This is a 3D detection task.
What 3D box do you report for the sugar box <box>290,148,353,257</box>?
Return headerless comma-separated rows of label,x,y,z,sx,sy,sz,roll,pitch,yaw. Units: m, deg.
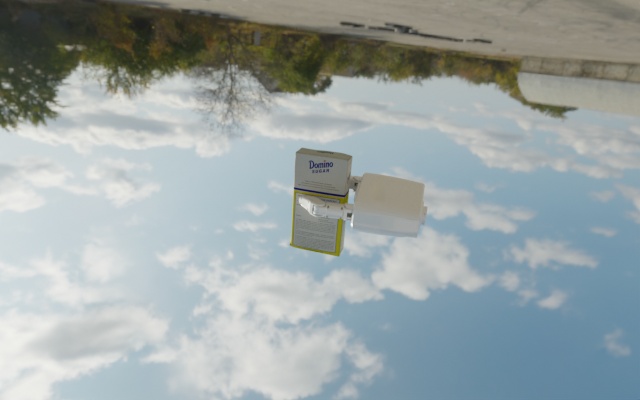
sugar box,0.000,0.003,0.823,0.093,0.176,0.048,10,19,12
